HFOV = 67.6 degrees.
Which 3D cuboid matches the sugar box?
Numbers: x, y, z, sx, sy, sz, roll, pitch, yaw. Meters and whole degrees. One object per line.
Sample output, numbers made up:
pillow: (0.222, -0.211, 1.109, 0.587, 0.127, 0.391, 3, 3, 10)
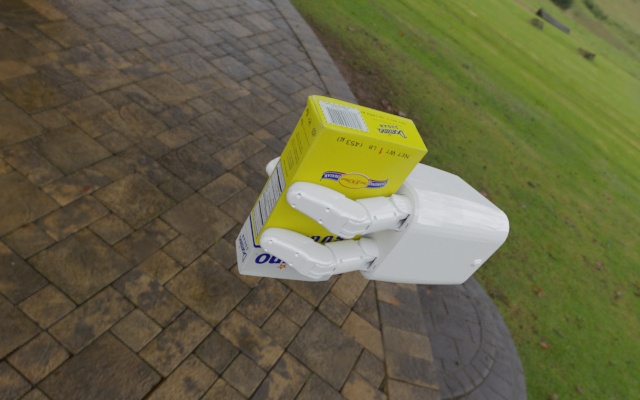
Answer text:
sugar box: (0.000, 0.002, 0.401, 0.093, 0.048, 0.176, 9, -49, -26)
